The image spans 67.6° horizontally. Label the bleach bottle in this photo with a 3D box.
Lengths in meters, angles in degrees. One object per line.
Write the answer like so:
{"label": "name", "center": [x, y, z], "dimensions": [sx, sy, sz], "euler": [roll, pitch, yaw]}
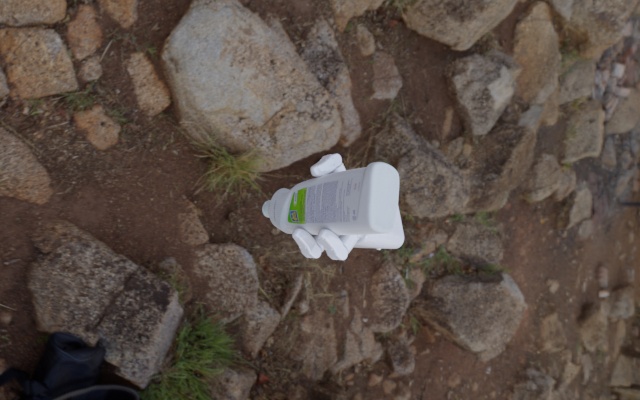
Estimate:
{"label": "bleach bottle", "center": [0.000, 0.003, 0.744], "dimensions": [0.251, 0.102, 0.068], "euler": [-3, -12, 44]}
